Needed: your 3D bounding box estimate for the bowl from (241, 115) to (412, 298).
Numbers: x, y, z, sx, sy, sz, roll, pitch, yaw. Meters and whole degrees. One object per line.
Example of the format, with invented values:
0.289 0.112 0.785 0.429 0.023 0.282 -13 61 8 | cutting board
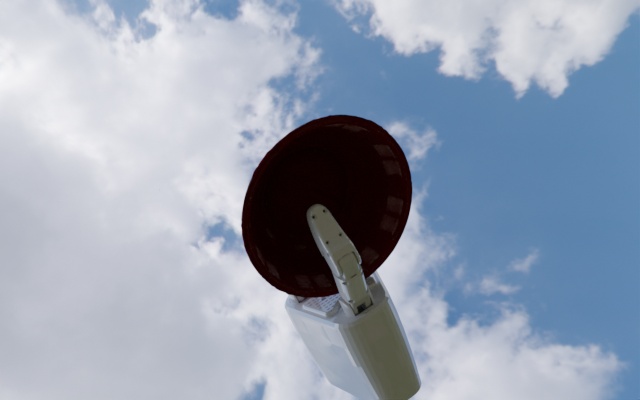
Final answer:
0.000 0.000 0.422 0.162 0.162 0.055 0 18 -28 | bowl
